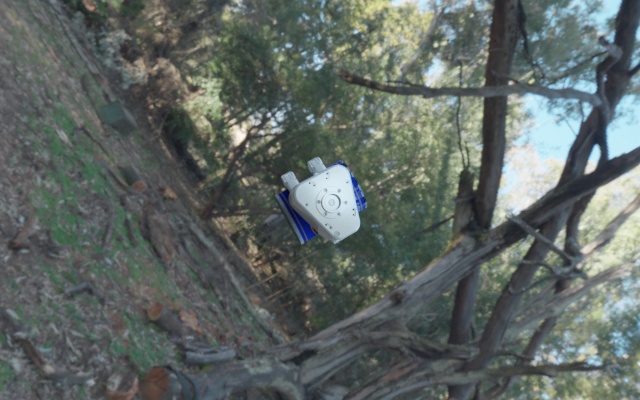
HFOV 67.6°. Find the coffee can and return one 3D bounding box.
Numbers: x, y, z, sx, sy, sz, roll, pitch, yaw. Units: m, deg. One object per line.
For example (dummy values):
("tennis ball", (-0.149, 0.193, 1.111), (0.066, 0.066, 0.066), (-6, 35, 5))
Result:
("coffee can", (0.000, 0.003, 0.881), (0.140, 0.103, 0.103), (-29, 4, -7))
